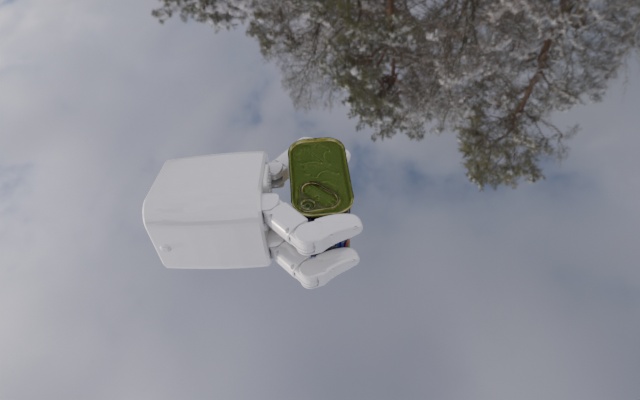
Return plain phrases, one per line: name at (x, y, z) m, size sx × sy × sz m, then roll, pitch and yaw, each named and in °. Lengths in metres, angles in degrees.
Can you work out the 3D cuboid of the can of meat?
can of meat at (0.000, 0.002, 0.482) m, size 0.057 × 0.102 × 0.084 m, roll -5°, pitch -42°, yaw -2°
